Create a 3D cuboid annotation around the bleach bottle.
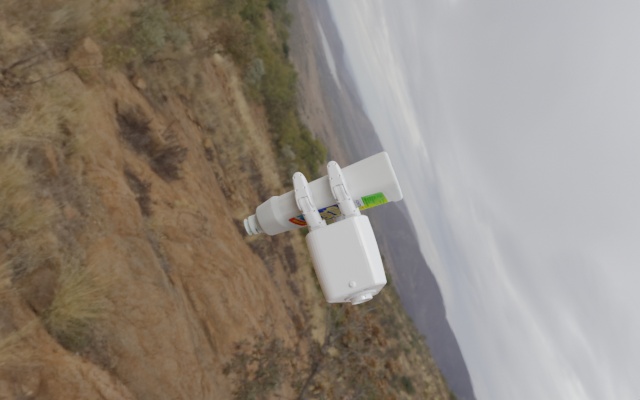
[{"bbox_3d":[0.000,0.002,0.765,0.251,0.068,0.102,-20,-20,9],"label":"bleach bottle"}]
